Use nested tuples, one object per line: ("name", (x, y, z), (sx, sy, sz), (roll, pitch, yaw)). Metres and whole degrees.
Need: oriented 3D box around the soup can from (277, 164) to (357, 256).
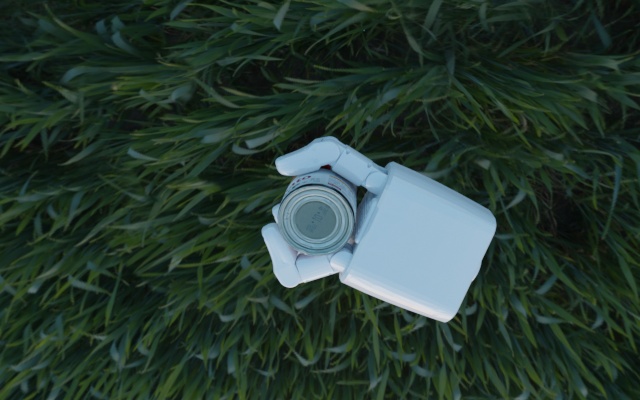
("soup can", (0.000, 0.001, 0.447), (0.068, 0.068, 0.102), (0, 20, 5))
